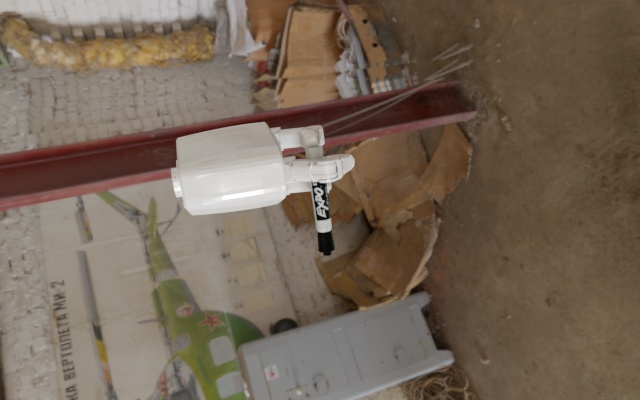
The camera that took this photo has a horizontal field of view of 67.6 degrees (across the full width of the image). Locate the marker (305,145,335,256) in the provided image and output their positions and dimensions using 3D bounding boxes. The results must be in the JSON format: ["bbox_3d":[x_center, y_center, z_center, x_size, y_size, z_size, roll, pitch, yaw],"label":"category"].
[{"bbox_3d":[0.000,0.002,0.517,0.020,0.121,0.020,-7,13,2],"label":"marker"}]
